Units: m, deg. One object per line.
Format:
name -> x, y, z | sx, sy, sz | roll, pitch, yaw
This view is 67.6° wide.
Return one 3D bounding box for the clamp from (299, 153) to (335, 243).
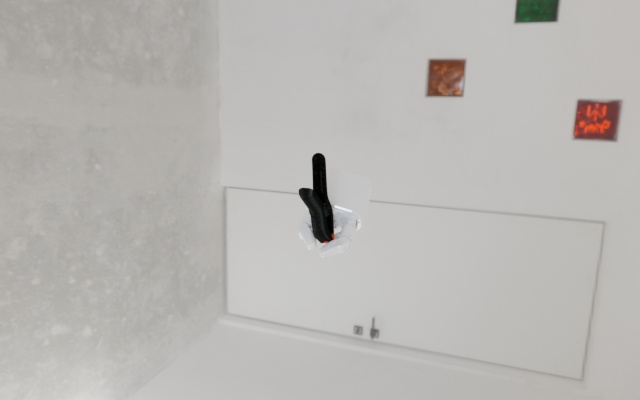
clamp -> 0.001, 0.003, 0.862 | 0.039, 0.120, 0.172 | 5, -42, 18
